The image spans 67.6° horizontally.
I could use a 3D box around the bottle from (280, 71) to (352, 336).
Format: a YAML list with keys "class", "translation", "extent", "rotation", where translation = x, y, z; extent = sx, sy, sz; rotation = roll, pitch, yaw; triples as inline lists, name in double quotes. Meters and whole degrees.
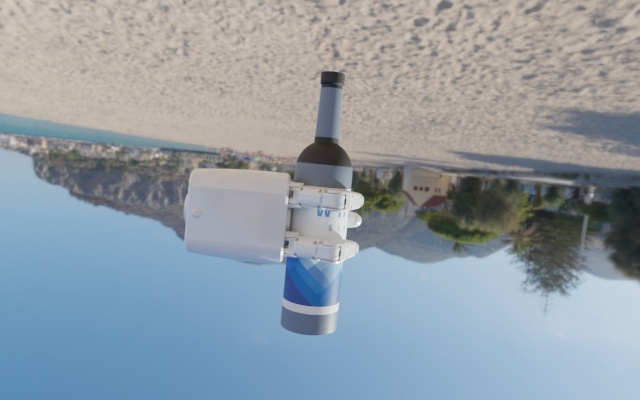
- class: "bottle"
  translation: [0.000, 0.002, 0.553]
  extent: [0.069, 0.296, 0.069]
  rotation: [6, 4, 0]
